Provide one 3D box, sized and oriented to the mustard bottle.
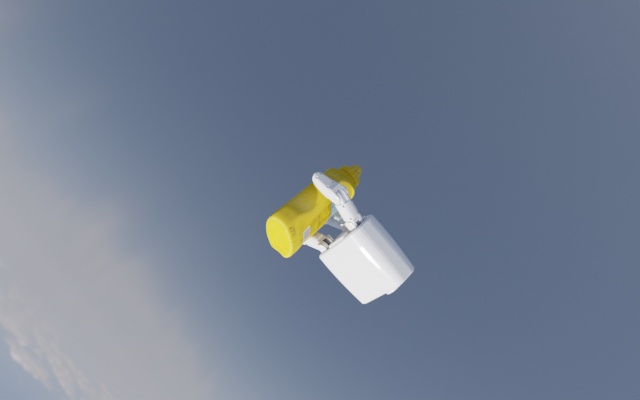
[{"bbox_3d":[0.000,0.002,0.759,0.058,0.096,0.191,37,60,21],"label":"mustard bottle"}]
